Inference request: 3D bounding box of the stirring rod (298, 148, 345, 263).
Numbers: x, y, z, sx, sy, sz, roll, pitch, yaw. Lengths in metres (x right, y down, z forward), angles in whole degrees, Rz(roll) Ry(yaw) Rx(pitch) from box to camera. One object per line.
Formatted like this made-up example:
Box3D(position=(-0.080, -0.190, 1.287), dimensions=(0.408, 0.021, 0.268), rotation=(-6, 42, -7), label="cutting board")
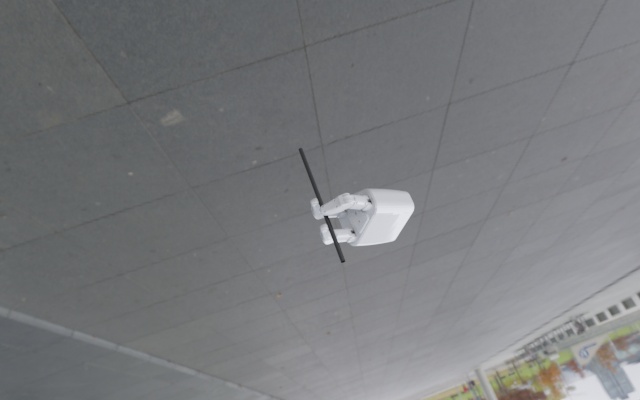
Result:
Box3D(position=(0.000, 0.003, 0.860), dimensions=(0.011, 0.239, 0.011), rotation=(-17, -26, -8), label="stirring rod")
